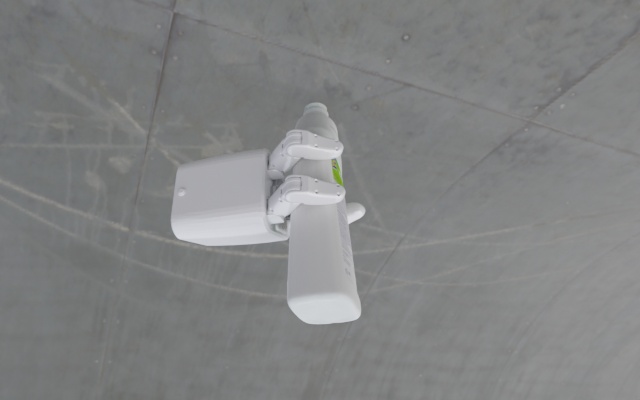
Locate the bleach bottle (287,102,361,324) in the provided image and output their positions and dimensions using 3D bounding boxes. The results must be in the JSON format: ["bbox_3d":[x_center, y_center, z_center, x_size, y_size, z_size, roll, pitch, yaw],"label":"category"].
[{"bbox_3d":[0.000,0.002,0.537,0.068,0.250,0.103,-8,-29,10],"label":"bleach bottle"}]
